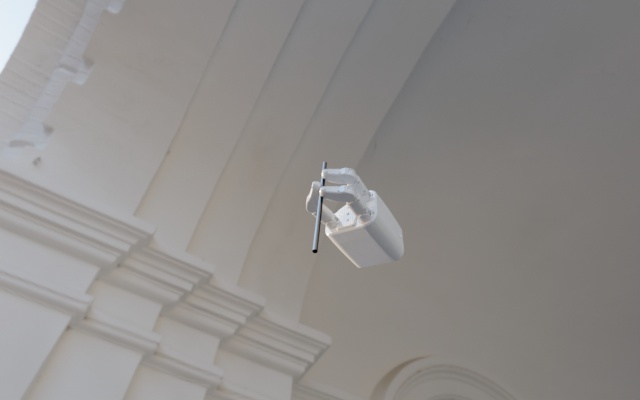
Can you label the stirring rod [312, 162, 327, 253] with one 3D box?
[{"bbox_3d":[0.000,0.003,0.792,0.011,0.011,0.239,0,37,5],"label":"stirring rod"}]
